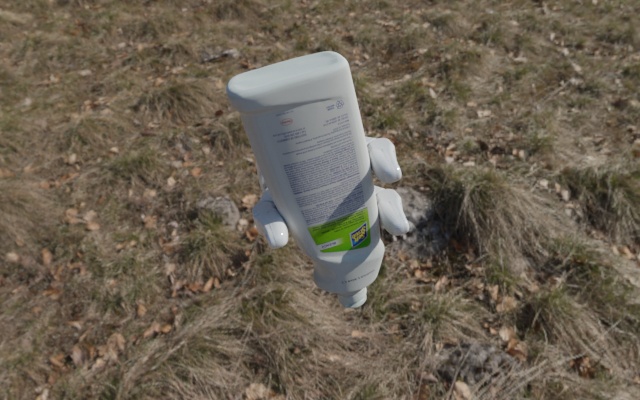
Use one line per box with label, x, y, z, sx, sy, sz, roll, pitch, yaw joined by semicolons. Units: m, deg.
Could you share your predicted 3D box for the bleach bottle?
bleach bottle;0.000;0.001;0.440;0.102;0.251;0.068;-17;31;-4
